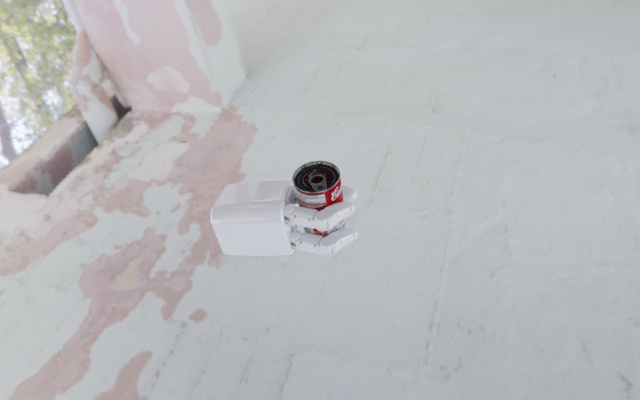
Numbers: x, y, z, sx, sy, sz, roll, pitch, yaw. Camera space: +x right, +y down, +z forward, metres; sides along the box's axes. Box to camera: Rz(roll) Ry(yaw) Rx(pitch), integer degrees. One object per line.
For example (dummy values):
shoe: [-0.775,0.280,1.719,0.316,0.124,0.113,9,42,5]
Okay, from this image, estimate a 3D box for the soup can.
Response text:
soup can: [0.001,0.002,0.700,0.068,0.102,0.068,-5,43,5]
